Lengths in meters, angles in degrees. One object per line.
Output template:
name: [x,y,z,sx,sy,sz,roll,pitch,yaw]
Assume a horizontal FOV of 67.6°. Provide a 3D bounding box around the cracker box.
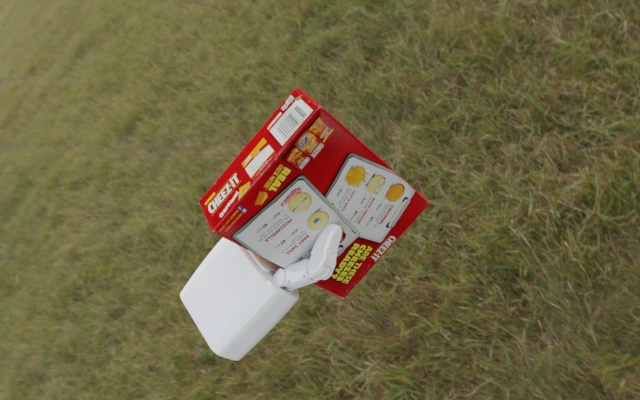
cracker box: [0.000,0.002,0.543,0.214,0.164,0.072,34,11,-40]
